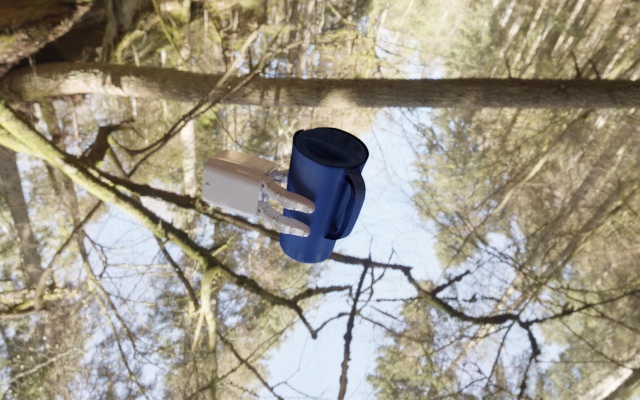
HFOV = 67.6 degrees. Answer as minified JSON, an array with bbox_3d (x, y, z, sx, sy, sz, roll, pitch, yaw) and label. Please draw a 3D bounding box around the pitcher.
[{"bbox_3d":[0.000,0.003,0.863,0.145,0.243,0.149,16,36,3],"label":"pitcher"}]
